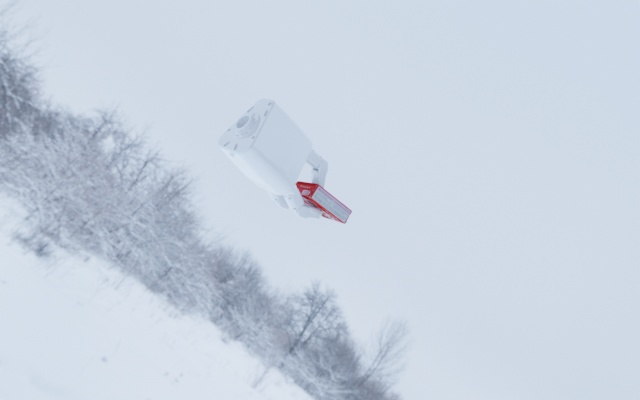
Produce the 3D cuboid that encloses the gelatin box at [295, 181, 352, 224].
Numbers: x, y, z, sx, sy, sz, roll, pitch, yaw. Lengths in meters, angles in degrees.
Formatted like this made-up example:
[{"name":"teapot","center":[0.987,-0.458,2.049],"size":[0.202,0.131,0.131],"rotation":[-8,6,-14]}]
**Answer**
[{"name":"gelatin box","center":[0.001,0.003,0.830],"size":[0.089,0.030,0.073],"rotation":[37,-12,-29]}]
